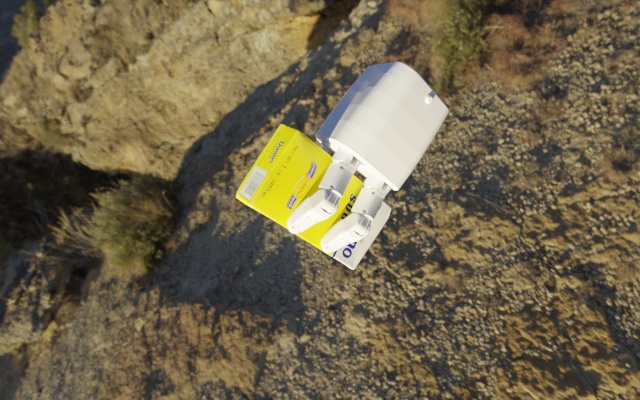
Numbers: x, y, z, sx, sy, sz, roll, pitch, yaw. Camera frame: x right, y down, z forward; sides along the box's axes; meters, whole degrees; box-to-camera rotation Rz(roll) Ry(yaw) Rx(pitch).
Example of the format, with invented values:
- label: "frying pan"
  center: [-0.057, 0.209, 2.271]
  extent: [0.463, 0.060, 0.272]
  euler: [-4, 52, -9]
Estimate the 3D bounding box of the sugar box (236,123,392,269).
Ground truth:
- label: "sugar box"
  center: [0.000, 0.002, 0.540]
  extent: [0.176, 0.093, 0.048]
  euler: [35, -2, -36]
